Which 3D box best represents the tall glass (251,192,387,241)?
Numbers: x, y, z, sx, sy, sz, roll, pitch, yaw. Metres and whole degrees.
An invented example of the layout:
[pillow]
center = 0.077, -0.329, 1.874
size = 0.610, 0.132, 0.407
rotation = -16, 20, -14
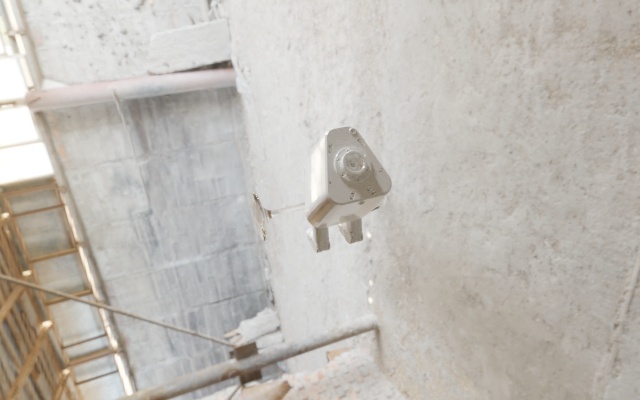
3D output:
[tall glass]
center = -0.001, 0.003, 0.739
size = 0.201, 0.079, 0.079
rotation = -13, 4, -18
